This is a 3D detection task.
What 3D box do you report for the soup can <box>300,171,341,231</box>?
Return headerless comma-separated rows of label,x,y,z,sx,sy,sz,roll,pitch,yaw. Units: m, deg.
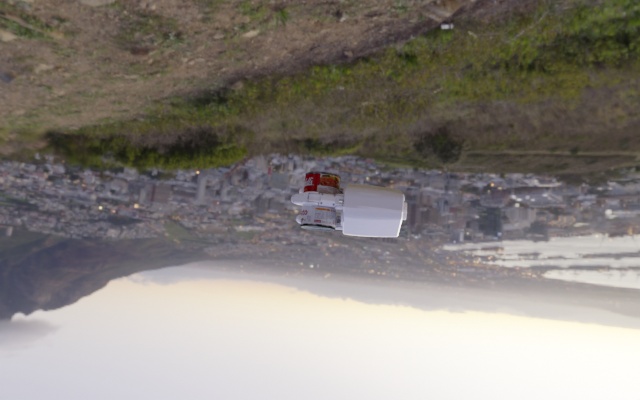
soup can,0.000,0.003,0.896,0.068,0.102,0.068,6,-10,1
